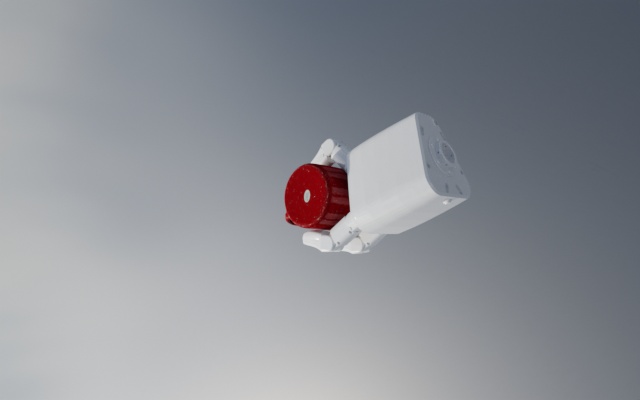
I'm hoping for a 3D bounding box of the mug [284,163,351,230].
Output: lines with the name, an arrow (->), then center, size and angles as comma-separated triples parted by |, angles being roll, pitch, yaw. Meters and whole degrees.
mug -> -0.001, 0.003, 0.621 | 0.081, 0.093, 0.117 | 7, -30, -46
